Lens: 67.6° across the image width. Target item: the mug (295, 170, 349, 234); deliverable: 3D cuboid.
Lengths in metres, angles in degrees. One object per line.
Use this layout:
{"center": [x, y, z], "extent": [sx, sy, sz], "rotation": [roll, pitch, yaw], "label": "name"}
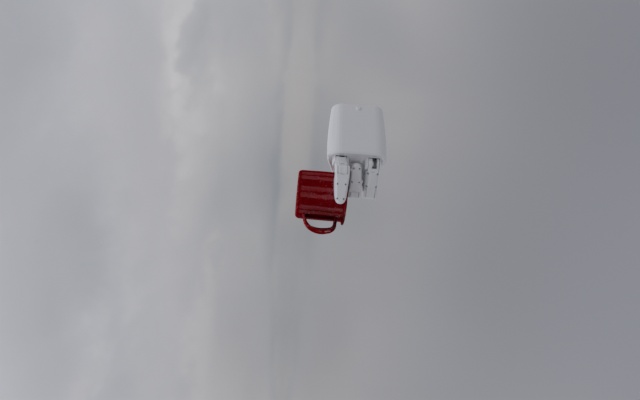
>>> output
{"center": [0.000, 0.004, 0.790], "extent": [0.081, 0.117, 0.093], "rotation": [5, -29, -3], "label": "mug"}
